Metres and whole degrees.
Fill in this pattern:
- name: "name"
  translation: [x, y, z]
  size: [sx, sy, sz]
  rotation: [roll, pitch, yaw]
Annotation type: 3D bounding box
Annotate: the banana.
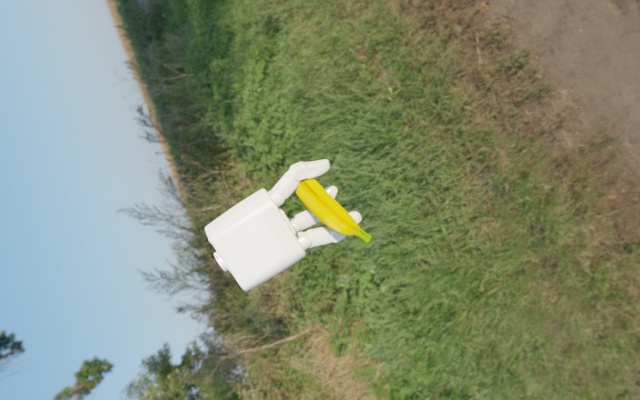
- name: "banana"
  translation: [-0.006, -0.004, 0.711]
  size: [0.197, 0.037, 0.070]
  rotation: [47, 1, 38]
